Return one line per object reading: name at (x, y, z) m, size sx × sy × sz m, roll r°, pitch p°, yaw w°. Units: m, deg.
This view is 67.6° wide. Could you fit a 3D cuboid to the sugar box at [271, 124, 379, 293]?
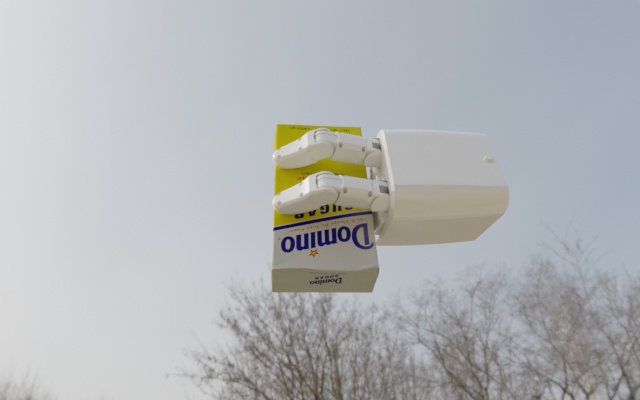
sugar box at (0.000, 0.001, 0.460) m, size 0.093 × 0.176 × 0.048 m, roll 1°, pitch -41°, yaw -5°
